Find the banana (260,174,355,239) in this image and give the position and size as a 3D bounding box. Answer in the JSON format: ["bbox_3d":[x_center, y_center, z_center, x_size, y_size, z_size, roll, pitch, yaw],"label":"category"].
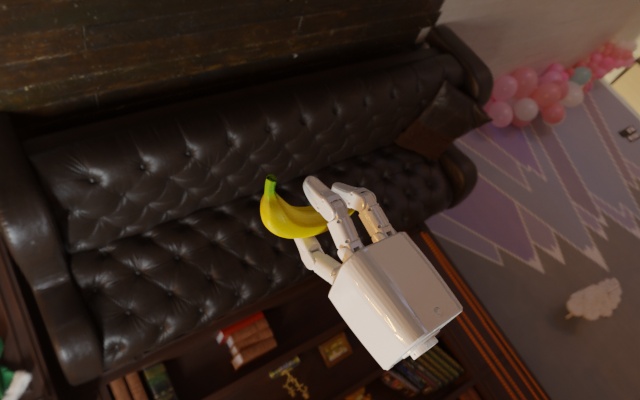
[{"bbox_3d":[-0.013,0.015,0.573,0.037,0.070,0.198,48,20,25],"label":"banana"}]
